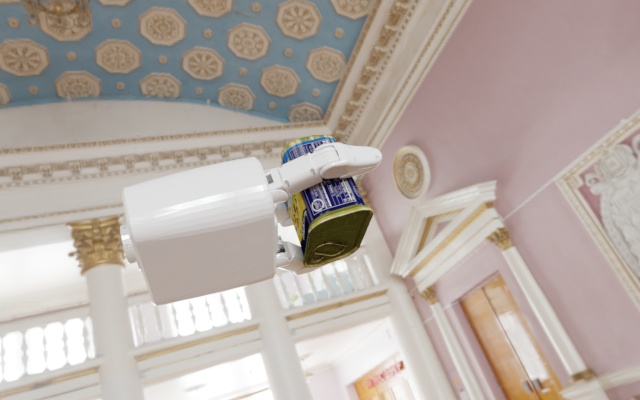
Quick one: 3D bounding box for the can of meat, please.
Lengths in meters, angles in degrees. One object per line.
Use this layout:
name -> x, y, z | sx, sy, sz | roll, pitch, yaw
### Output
can of meat -> 0.000, 0.001, 0.437 | 0.057, 0.084, 0.102 | -16, -26, -14
